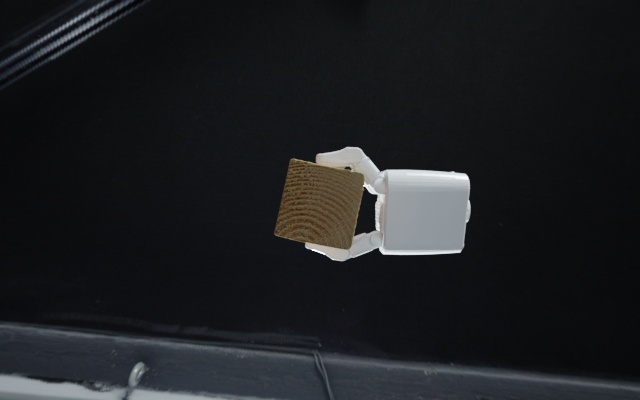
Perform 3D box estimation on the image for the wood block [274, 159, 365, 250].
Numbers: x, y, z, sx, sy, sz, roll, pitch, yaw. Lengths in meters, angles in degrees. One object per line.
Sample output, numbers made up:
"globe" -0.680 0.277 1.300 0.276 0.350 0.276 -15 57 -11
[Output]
"wood block" 0.000 0.002 0.636 0.090 0.091 0.206 12 1 0
